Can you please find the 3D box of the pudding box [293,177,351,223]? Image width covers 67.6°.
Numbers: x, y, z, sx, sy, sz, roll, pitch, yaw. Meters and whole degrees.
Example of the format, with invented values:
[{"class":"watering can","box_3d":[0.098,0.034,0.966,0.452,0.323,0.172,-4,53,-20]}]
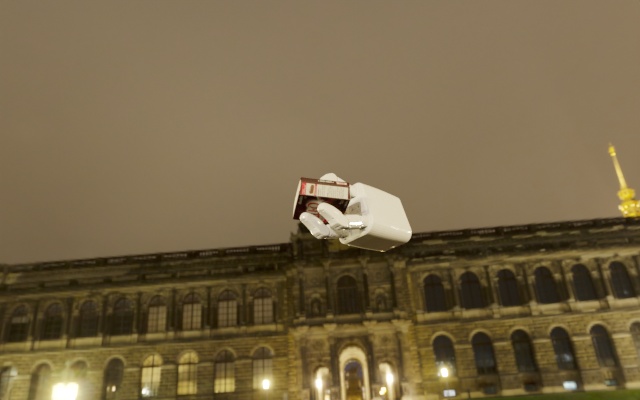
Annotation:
[{"class":"pudding box","box_3d":[0.000,0.003,0.850,0.090,0.039,0.113,5,-27,-6]}]
